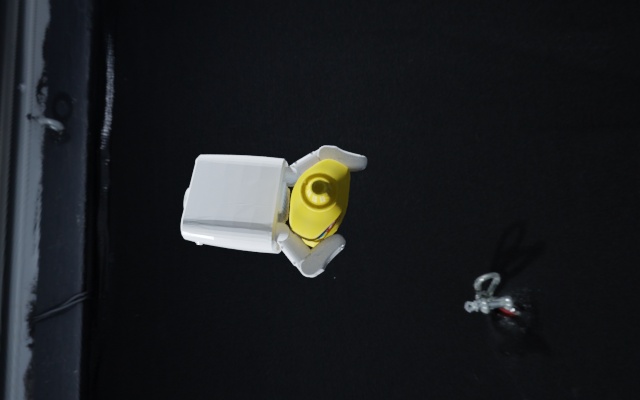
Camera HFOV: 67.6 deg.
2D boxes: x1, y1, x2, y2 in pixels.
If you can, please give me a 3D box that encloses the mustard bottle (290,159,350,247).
[{"bbox_3d":[0.000,0.002,0.558,0.058,0.096,0.192,29,-7,6],"label":"mustard bottle"}]
